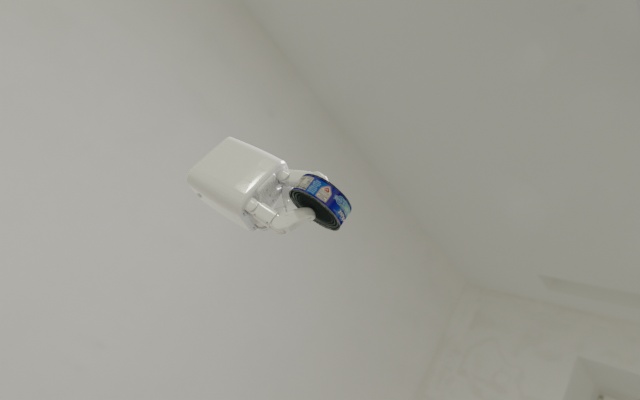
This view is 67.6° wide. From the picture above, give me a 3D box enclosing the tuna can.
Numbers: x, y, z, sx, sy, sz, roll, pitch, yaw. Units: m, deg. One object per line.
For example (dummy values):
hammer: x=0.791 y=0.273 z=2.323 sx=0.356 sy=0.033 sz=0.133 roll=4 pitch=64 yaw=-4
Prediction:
tuna can: x=0.000 y=0.002 z=0.660 sx=0.086 sy=0.033 sz=0.086 roll=33 pitch=-19 yaw=13
